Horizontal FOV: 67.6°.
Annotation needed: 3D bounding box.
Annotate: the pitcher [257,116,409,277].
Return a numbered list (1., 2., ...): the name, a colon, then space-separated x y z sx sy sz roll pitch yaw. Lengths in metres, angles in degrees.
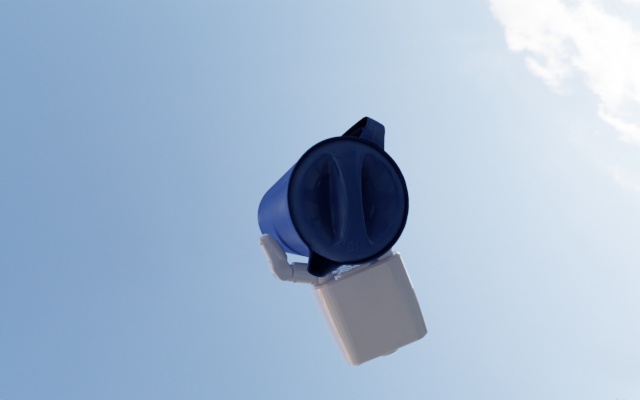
1. pitcher: 0.000 0.002 0.593 0.149 0.145 0.243 -22 1 -19
